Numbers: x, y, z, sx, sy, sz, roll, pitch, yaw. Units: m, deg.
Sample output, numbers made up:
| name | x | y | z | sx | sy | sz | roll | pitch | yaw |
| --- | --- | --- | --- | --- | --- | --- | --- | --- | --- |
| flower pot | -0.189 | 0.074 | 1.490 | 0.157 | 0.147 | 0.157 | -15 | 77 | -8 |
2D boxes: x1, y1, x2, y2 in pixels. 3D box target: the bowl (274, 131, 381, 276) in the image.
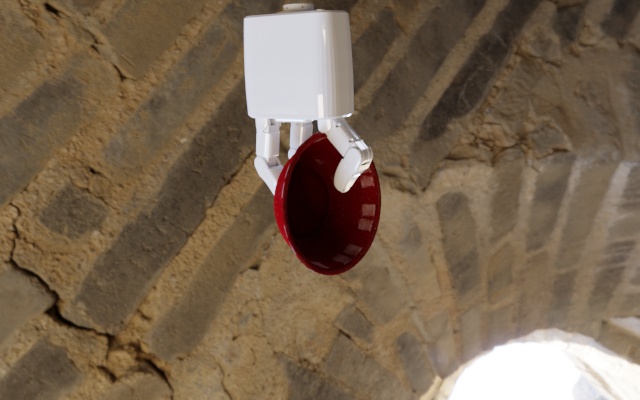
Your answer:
| name | x | y | z | sx | sy | sz | roll | pitch | yaw |
| --- | --- | --- | --- | --- | --- | --- | --- | --- | --- |
| bowl | 0.000 | 0.003 | 0.545 | 0.055 | 0.162 | 0.162 | 1 | 0 | 44 |
